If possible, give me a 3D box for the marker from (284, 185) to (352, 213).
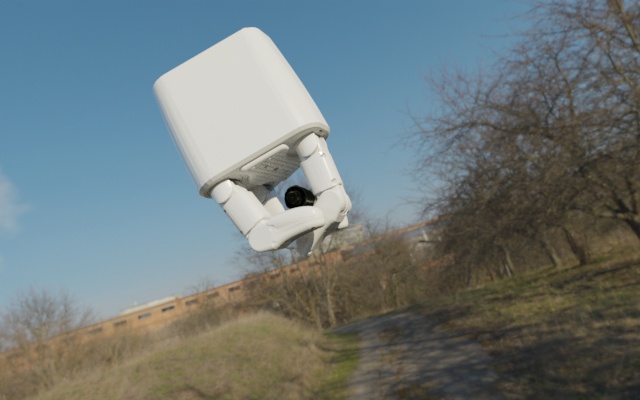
[{"bbox_3d":[0.000,0.001,0.407,0.020,0.020,0.121,0,-3,21],"label":"marker"}]
